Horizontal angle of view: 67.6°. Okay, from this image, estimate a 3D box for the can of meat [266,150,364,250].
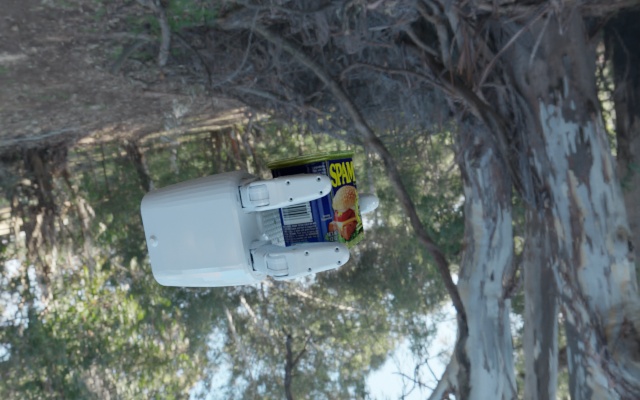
[{"bbox_3d":[0.000,0.002,0.423,0.057,0.084,0.102,-8,4,21],"label":"can of meat"}]
